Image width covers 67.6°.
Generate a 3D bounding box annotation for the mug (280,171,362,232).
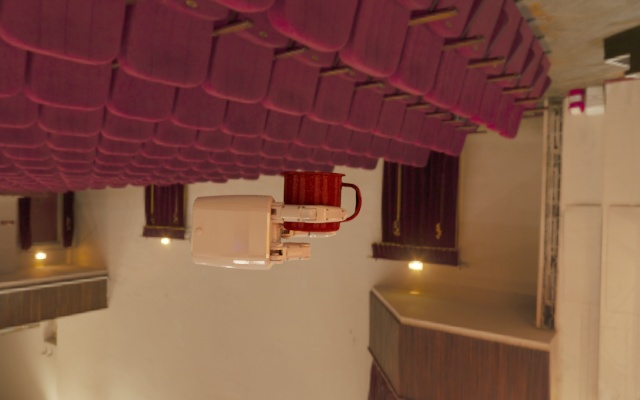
[{"bbox_3d":[0.002,0.002,0.678,0.117,0.081,0.093,2,0,6],"label":"mug"}]
